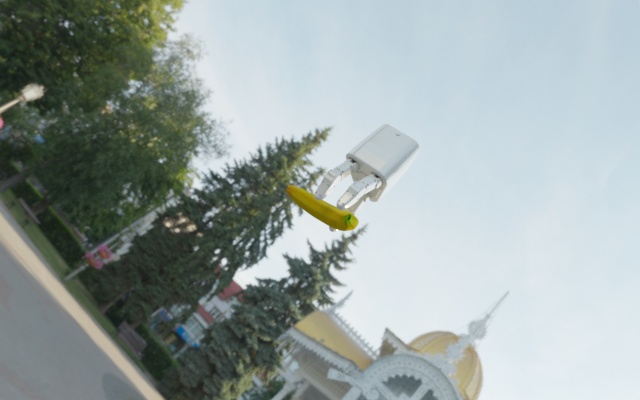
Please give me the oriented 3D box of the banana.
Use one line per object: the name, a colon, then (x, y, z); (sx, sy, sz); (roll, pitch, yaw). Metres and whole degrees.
banana: (0.010, 0.017, 0.875); (0.037, 0.070, 0.197); (-45, 37, -18)
